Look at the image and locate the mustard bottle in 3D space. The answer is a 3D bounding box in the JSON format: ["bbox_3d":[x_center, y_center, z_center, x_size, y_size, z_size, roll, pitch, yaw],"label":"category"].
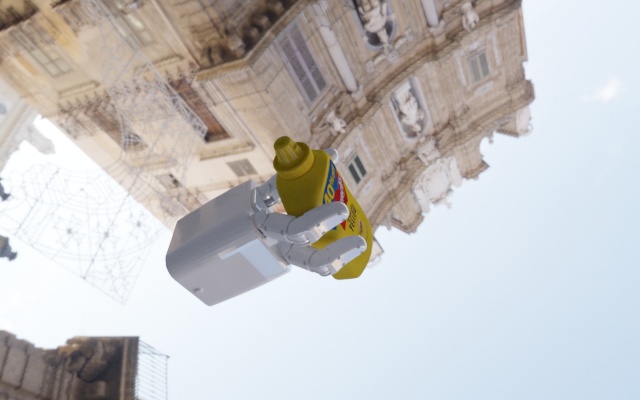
[{"bbox_3d":[0.001,0.002,0.523,0.058,0.096,0.192,-8,-41,25],"label":"mustard bottle"}]
